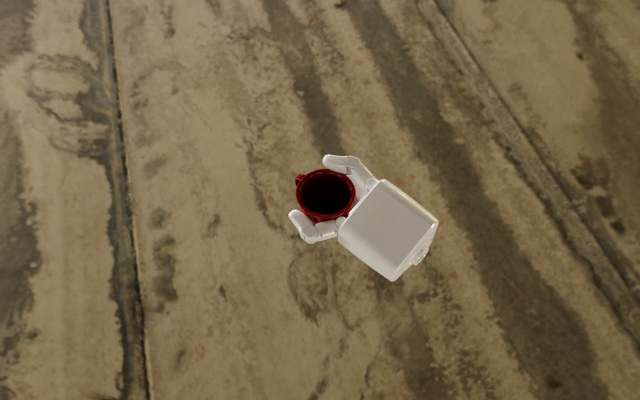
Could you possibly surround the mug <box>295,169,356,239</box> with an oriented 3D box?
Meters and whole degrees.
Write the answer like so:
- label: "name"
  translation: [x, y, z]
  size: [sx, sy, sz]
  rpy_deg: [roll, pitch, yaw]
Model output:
- label: "mug"
  translation: [-0.001, 0.002, 0.775]
  size: [0.117, 0.093, 0.082]
  rpy_deg: [39, -25, 23]
